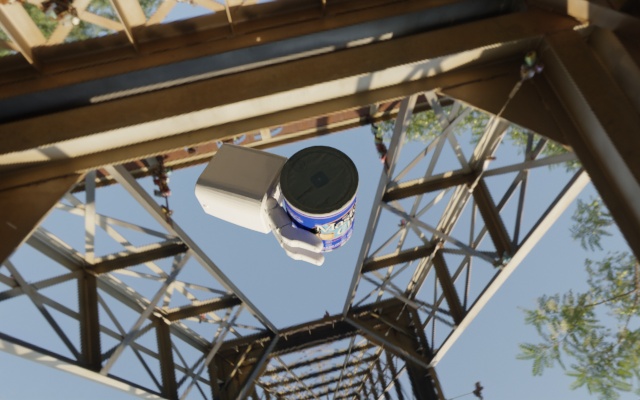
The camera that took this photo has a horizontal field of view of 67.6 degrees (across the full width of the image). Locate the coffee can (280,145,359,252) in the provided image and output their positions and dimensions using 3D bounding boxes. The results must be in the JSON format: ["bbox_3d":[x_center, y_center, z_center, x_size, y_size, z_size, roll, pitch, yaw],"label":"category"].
[{"bbox_3d":[0.000,0.002,0.677,0.103,0.102,0.140,0,-26,1],"label":"coffee can"}]
